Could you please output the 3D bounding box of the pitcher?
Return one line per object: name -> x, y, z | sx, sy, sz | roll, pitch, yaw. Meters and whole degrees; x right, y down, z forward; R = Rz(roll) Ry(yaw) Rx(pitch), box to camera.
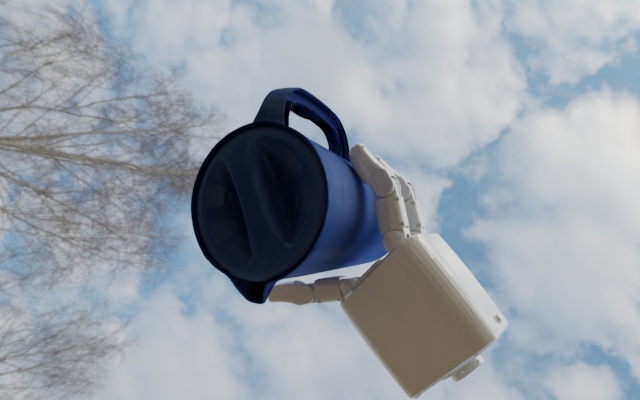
pitcher -> 0.000, 0.002, 0.485 | 0.149, 0.145, 0.243 | -44, -22, 16
